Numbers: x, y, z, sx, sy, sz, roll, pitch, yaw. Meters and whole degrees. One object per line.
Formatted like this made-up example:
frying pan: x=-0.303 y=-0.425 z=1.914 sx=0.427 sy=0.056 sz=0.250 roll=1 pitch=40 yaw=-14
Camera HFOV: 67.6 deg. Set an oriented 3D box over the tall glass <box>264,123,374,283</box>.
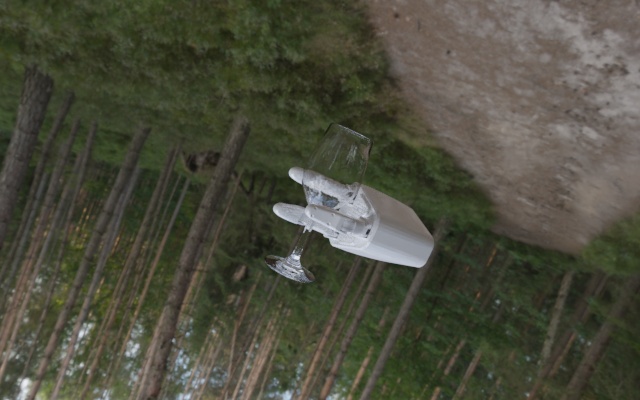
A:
tall glass: x=0.000 y=0.003 z=0.626 sx=0.079 sy=0.201 sz=0.079 roll=24 pitch=6 yaw=-3
